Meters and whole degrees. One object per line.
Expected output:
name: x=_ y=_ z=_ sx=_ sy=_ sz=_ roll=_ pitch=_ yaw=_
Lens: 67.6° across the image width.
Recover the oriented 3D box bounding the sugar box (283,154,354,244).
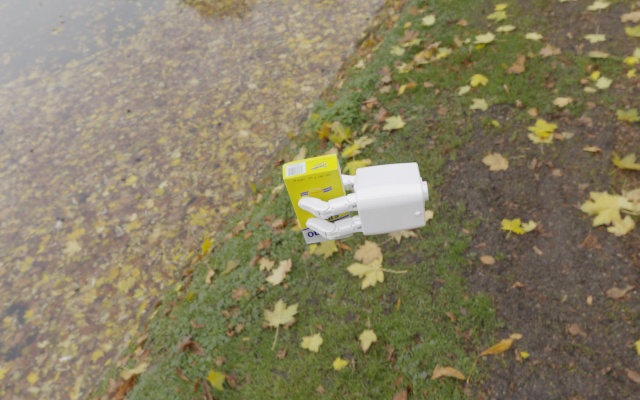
sugar box: x=0.000 y=0.003 z=0.837 sx=0.093 sy=0.048 sz=0.176 roll=-10 pitch=-46 yaw=7
